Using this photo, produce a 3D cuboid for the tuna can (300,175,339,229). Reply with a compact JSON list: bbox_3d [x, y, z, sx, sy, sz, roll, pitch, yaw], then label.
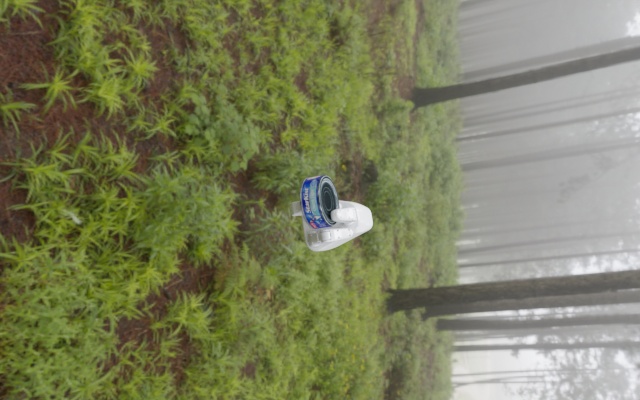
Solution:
[{"bbox_3d":[0.001,0.002,0.777,0.034,0.086,0.086,-9,-4,23],"label":"tuna can"}]
